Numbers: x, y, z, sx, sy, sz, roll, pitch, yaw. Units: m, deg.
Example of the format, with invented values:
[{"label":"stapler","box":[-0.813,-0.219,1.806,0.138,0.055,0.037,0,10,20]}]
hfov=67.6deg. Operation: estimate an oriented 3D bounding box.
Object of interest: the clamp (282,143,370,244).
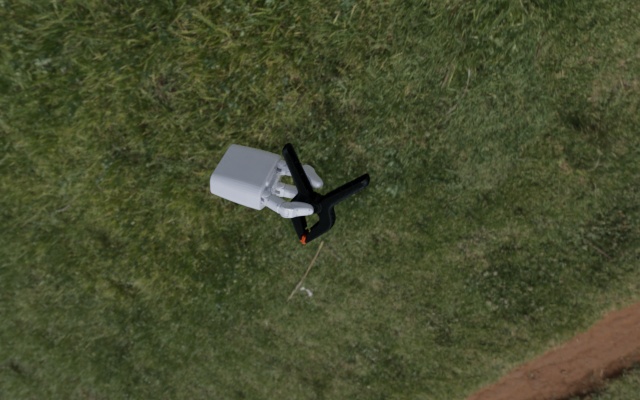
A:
[{"label":"clamp","box":[0.000,0.004,0.894,0.164,0.210,0.036,17,39,12]}]
